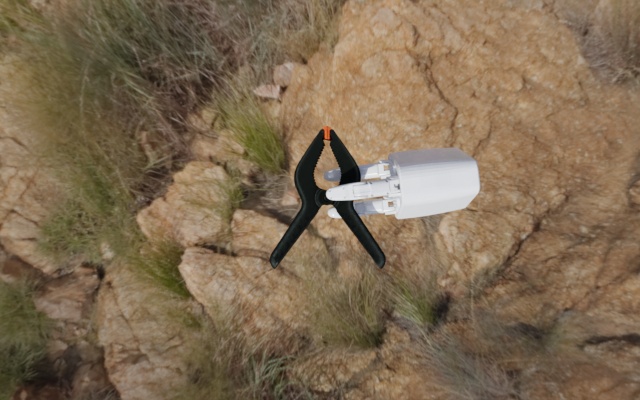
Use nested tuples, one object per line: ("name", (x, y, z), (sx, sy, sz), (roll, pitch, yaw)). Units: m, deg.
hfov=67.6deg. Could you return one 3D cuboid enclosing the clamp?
("clamp", (0.000, 0.002, 0.679), (0.164, 0.210, 0.036), (-7, 1, 0))
